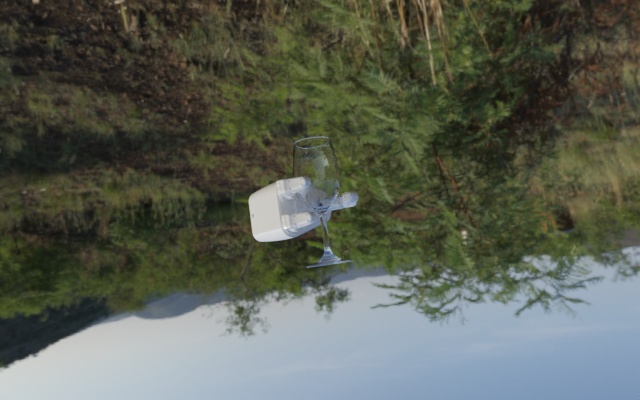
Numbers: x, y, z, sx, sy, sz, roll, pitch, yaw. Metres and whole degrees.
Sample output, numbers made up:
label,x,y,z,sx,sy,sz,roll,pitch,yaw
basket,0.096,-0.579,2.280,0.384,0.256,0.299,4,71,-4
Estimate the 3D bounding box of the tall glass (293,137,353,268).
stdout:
label,x,y,z,sx,sy,sz,roll,pitch,yaw
tall glass,0.000,0.003,0.765,0.079,0.201,0.079,-8,-6,-1
